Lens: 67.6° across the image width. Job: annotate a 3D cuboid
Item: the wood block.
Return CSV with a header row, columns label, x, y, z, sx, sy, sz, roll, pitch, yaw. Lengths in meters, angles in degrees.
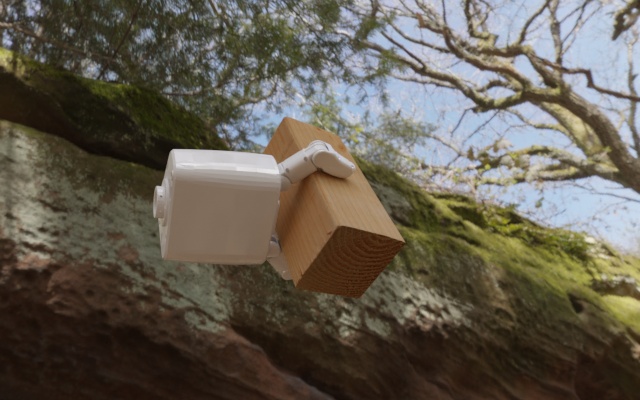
label,x,y,z,sx,sy,sz,roll,pitch,yaw
wood block,0.000,0.001,0.556,0.090,0.091,0.206,16,31,-33
